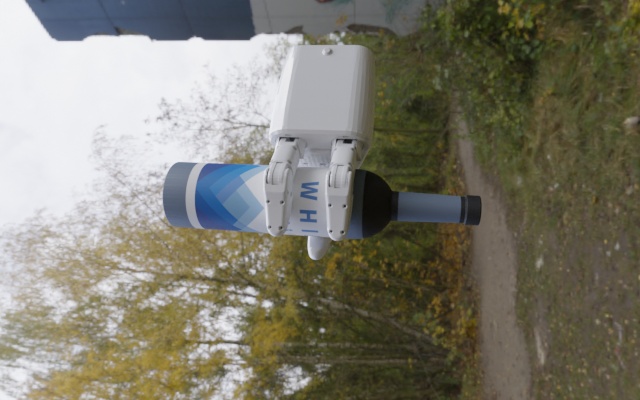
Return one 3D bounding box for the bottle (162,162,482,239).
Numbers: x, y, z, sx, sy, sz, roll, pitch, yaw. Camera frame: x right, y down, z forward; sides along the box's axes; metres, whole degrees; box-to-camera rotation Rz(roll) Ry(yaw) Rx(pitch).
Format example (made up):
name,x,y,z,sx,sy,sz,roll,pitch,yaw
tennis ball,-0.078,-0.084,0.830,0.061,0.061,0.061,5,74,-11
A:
name,x,y,z,sx,sy,sz,roll,pitch,yaw
bottle,0.000,0.002,0.460,0.296,0.069,0.069,3,0,10
